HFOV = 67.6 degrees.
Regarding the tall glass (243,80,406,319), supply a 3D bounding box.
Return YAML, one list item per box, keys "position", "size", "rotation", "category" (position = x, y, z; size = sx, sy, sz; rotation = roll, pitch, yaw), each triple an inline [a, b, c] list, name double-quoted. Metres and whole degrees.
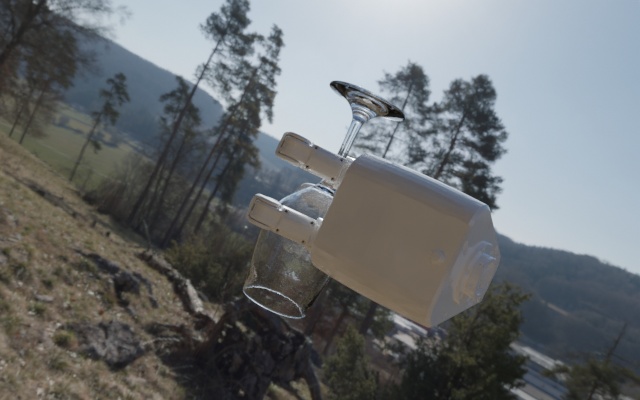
- position: [0.000, 0.001, 0.427]
  size: [0.079, 0.201, 0.079]
  rotation: [25, 1, -1]
  category: "tall glass"
